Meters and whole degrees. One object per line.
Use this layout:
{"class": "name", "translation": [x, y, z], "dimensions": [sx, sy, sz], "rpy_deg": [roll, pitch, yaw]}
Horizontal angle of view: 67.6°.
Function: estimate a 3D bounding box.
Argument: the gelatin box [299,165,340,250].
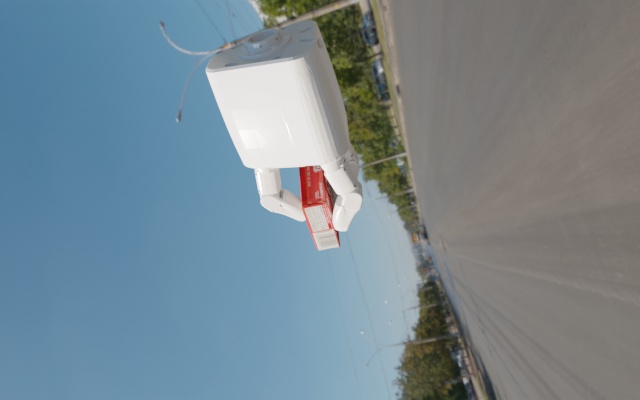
{"class": "gelatin box", "translation": [0.000, 0.002, 0.541], "dimensions": [0.030, 0.073, 0.089], "rpy_deg": [-10, -39, 7]}
